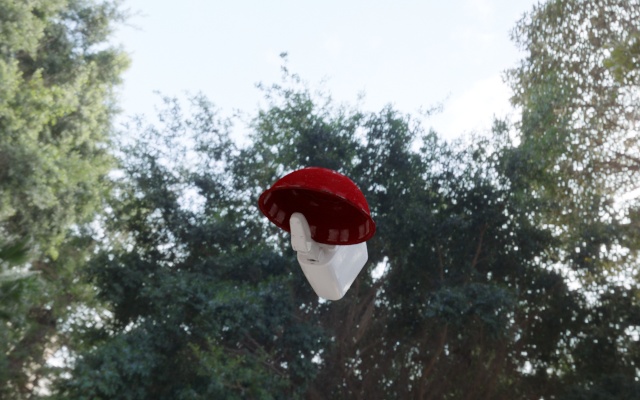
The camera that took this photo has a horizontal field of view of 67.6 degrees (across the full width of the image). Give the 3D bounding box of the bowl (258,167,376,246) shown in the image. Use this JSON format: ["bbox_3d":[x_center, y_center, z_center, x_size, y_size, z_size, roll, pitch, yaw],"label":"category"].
[{"bbox_3d":[0.000,0.001,0.648,0.162,0.055,0.162,13,-27,6],"label":"bowl"}]
